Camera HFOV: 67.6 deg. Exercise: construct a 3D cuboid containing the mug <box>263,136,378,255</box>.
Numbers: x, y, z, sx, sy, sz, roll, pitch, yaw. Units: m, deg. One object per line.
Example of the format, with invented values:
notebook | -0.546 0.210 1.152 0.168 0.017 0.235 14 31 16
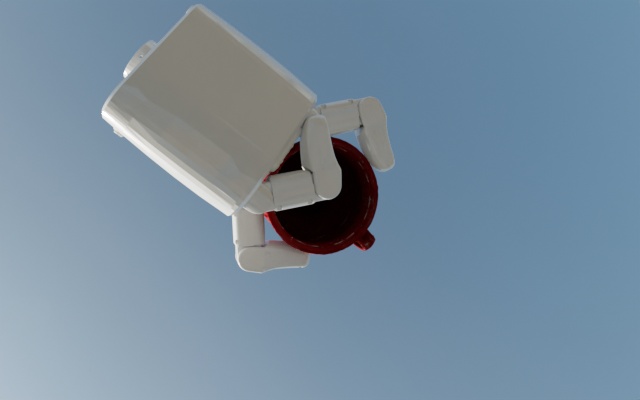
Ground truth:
mug | 0.001 0.002 0.414 0.117 0.093 0.081 40 -8 -15
